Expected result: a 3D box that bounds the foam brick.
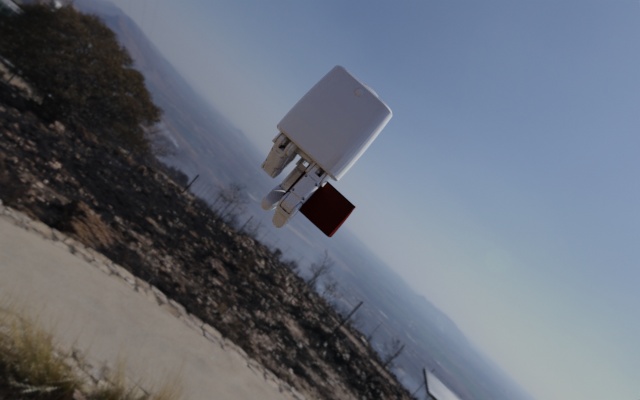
[{"bbox_3d":[0.000,0.002,0.598,0.078,0.051,0.053,42,0,5],"label":"foam brick"}]
